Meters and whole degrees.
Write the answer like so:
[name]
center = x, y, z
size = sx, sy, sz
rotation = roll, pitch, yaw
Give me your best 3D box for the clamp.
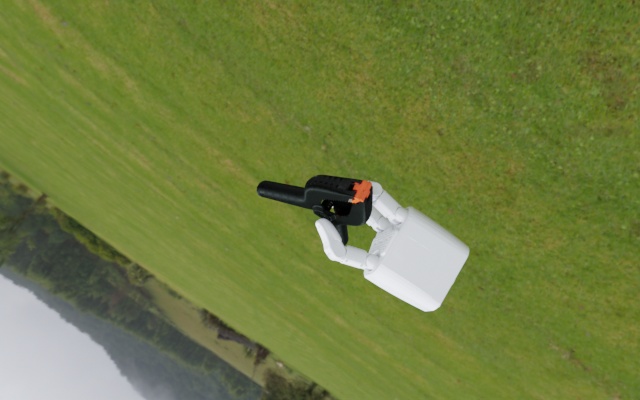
[clamp]
center = 0.000, 0.003, 0.649
size = 0.164, 0.036, 0.210
rotation = 31, -21, -9
